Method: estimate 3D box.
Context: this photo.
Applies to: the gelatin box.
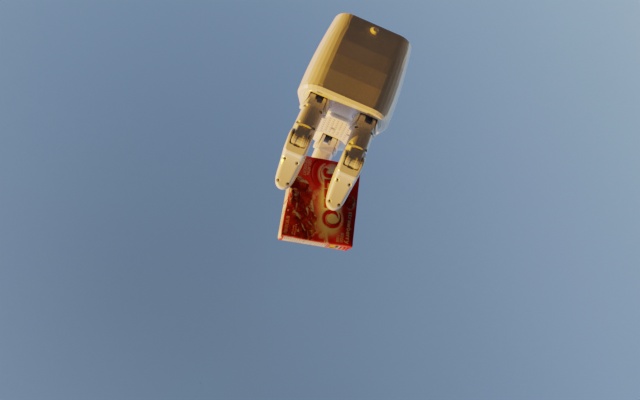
[{"bbox_3d":[0.000,0.002,0.491,0.073,0.089,0.030,11,-16,-8],"label":"gelatin box"}]
